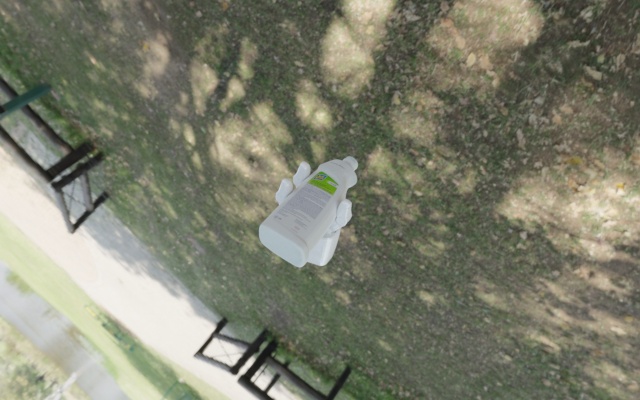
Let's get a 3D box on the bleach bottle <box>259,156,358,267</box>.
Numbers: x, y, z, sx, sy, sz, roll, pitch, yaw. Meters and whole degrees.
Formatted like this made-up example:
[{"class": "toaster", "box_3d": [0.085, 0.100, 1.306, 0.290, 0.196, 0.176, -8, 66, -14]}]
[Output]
[{"class": "bleach bottle", "box_3d": [0.000, 0.003, 0.881, 0.102, 0.068, 0.250, 30, 53, 17]}]
